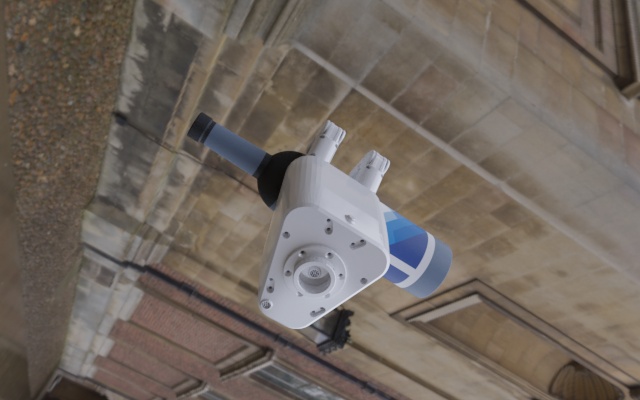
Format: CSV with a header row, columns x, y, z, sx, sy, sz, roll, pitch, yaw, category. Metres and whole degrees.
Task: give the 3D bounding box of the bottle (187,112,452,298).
x,y,z,sx,sy,sz,roll,pitch,yaw,category
0.000,0.002,0.493,0.296,0.069,0.069,32,-8,-12,bottle
